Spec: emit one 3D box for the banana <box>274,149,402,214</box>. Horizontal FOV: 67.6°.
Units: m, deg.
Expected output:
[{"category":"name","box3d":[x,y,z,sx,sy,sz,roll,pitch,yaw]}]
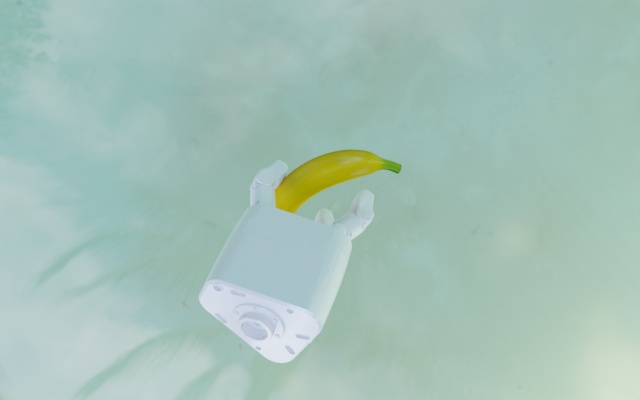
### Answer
[{"category":"banana","box3d":[-0.009,-0.012,0.548,0.198,0.070,0.037,-26,31,31]}]
